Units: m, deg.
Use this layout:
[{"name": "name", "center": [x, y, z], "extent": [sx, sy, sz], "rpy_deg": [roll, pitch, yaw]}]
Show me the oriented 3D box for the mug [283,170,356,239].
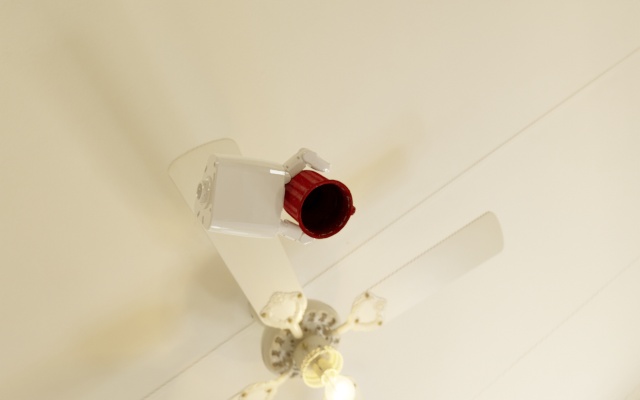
[{"name": "mug", "center": [0.001, 0.002, 0.736], "extent": [0.117, 0.093, 0.081], "rpy_deg": [7, 15, -31]}]
